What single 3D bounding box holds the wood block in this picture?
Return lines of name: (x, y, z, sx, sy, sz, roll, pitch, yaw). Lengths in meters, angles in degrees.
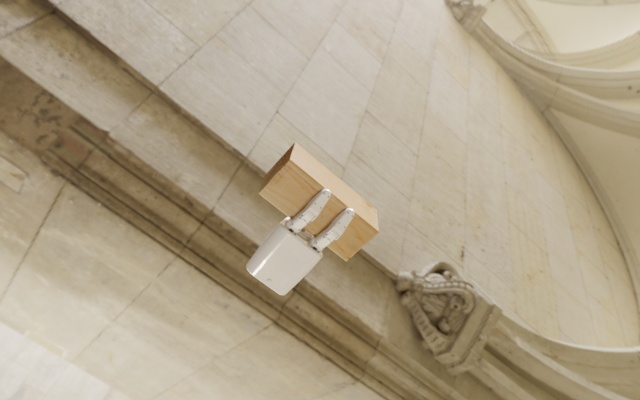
wood block: (0.000, 0.003, 0.873, 0.206, 0.090, 0.090, 39, 22, -15)
